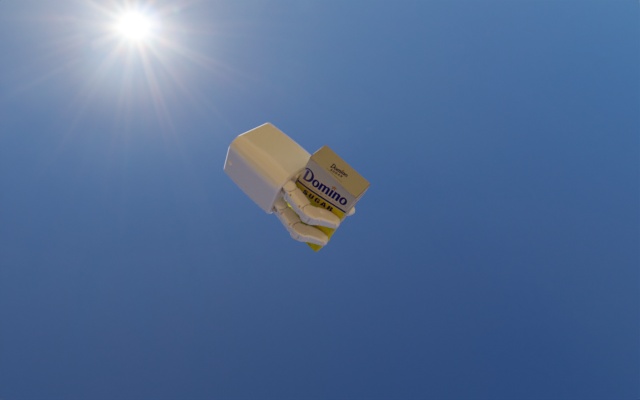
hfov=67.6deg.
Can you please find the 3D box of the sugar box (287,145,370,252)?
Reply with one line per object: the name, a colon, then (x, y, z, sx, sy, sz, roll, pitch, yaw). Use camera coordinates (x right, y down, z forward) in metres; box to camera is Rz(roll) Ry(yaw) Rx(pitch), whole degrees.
sugar box: (0.000, 0.003, 0.756, 0.048, 0.093, 0.176, -42, -10, -35)
